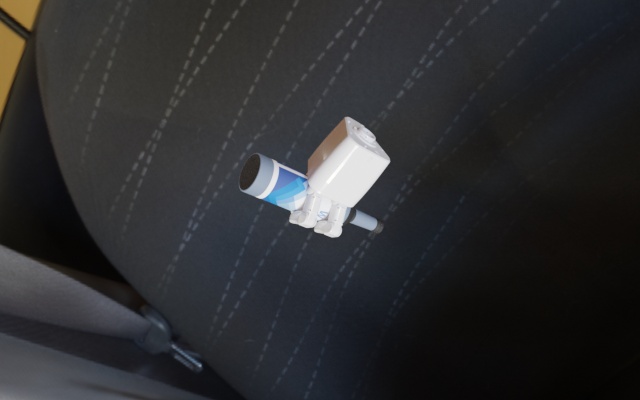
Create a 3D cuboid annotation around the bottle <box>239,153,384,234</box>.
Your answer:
[{"bbox_3d":[0.000,0.003,0.840,0.296,0.069,0.069,23,-13,-34],"label":"bottle"}]
